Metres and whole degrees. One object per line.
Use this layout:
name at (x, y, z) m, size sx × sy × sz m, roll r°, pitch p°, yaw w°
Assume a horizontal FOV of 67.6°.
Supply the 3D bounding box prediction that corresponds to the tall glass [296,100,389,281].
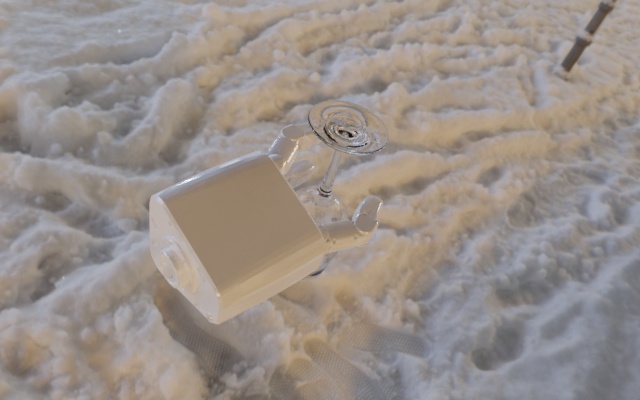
tall glass at (0.000, 0.001, 0.489) m, size 0.079 × 0.079 × 0.201 m, roll 0°, pitch -43°, yaw -19°
